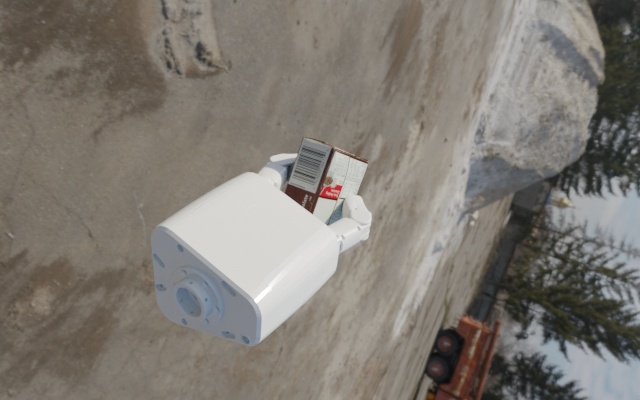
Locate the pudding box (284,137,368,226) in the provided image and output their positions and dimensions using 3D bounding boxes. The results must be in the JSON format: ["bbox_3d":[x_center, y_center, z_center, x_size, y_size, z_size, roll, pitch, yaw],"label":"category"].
[{"bbox_3d":[0.000,0.002,0.475,0.039,0.113,0.090,23,6,25],"label":"pudding box"}]
